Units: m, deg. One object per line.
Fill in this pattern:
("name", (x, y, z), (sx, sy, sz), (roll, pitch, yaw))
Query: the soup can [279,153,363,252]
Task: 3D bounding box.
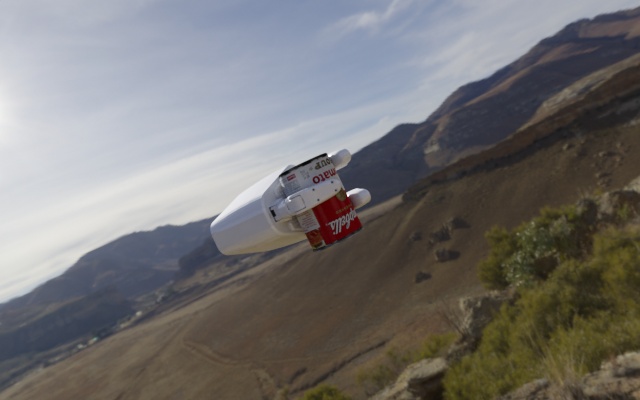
("soup can", (0.000, 0.001, 0.577), (0.068, 0.102, 0.068), (-25, 2, 1))
